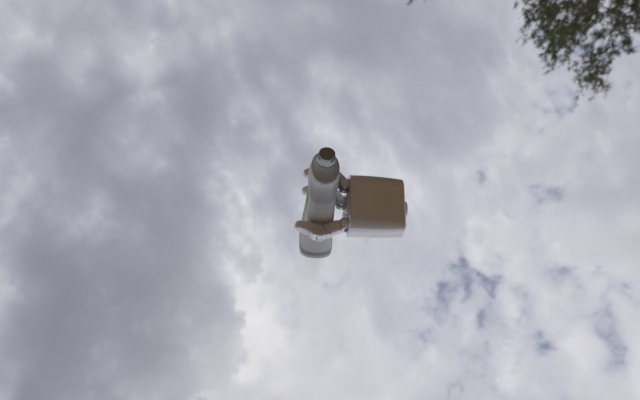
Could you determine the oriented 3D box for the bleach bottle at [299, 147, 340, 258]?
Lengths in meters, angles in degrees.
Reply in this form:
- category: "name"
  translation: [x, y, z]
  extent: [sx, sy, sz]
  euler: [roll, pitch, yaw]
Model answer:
- category: "bleach bottle"
  translation: [0.000, 0.003, 0.882]
  extent: [0.068, 0.102, 0.251]
  euler: [2, -36, -4]
